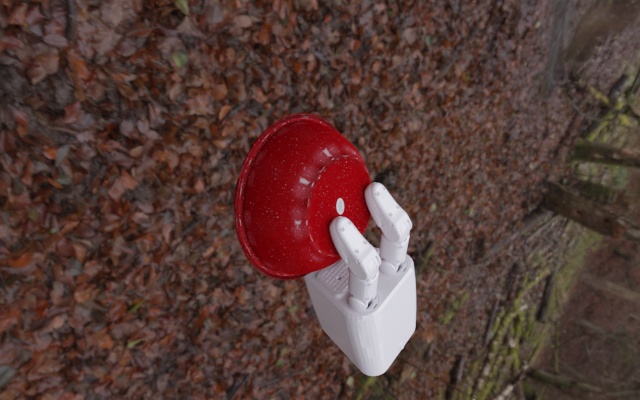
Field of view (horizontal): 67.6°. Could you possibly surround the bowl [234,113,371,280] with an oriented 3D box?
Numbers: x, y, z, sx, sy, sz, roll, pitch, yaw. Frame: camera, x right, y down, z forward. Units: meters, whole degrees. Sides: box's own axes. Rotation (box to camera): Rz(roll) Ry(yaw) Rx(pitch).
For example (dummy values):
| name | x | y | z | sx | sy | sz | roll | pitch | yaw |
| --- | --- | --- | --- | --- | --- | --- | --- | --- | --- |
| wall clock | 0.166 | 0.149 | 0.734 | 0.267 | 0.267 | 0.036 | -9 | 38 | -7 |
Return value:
| name | x | y | z | sx | sy | sz | roll | pitch | yaw |
| --- | --- | --- | --- | --- | --- | --- | --- | --- | --- |
| bowl | 0.000 | 0.001 | 0.442 | 0.055 | 0.162 | 0.162 | 11 | 8 | 41 |
